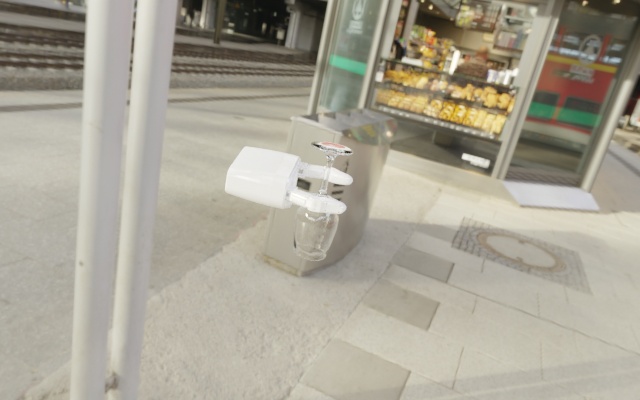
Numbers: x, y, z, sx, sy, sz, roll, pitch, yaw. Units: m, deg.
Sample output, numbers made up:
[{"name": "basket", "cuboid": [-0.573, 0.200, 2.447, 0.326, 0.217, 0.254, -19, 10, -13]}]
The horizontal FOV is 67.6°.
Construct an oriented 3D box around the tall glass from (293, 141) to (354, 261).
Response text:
[{"name": "tall glass", "cuboid": [0.000, 0.002, 0.837, 0.079, 0.201, 0.079, 11, 18, -4]}]
